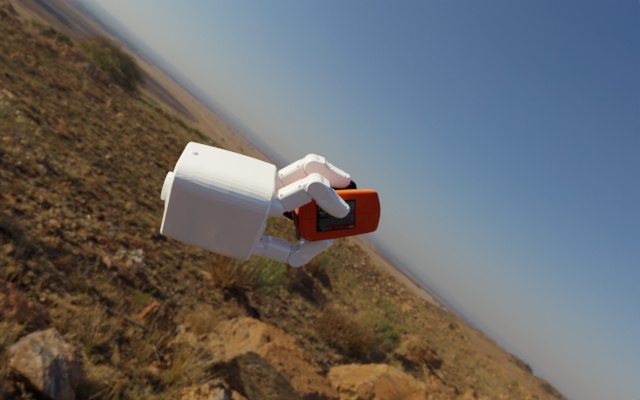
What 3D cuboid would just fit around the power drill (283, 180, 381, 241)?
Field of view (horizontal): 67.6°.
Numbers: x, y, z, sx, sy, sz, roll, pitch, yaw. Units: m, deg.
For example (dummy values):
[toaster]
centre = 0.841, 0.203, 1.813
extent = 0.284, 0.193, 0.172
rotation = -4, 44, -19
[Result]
[power drill]
centre = 0.000, 0.002, 0.638
extent = 0.184, 0.057, 0.187
rotation = -7, 11, -24
